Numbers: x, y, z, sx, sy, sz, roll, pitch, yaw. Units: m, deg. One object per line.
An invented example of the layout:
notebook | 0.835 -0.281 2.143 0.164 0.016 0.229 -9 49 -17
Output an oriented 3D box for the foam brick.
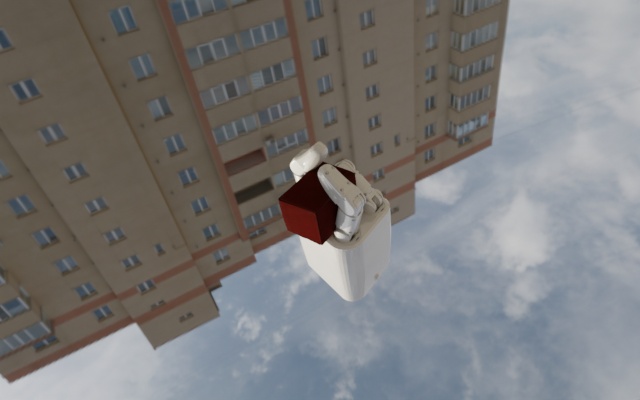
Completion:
foam brick | 0.000 0.002 0.538 0.053 0.051 0.078 22 50 31
